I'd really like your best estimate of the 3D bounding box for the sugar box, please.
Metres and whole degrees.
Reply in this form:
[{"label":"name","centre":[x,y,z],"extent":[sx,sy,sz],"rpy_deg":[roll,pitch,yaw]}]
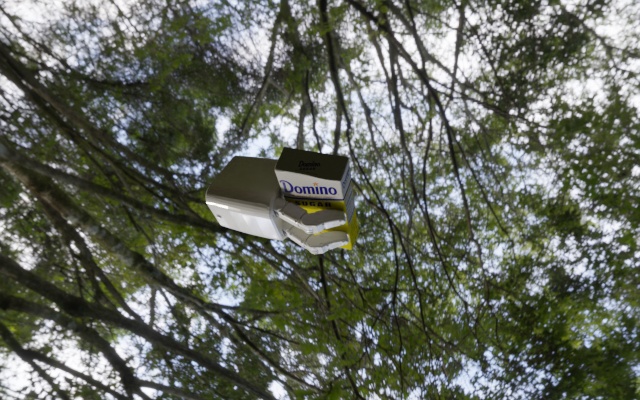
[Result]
[{"label":"sugar box","centre":[0.000,0.003,0.674],"extent":[0.093,0.048,0.176],"rpy_deg":[11,-30,18]}]
